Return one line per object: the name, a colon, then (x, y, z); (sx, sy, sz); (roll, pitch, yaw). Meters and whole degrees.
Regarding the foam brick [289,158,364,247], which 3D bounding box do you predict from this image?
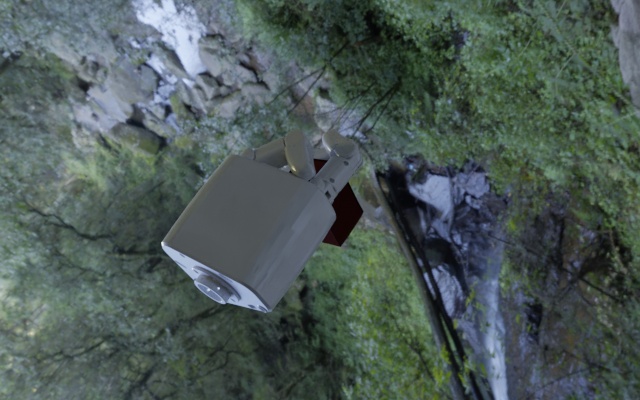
foam brick: (0.000, 0.002, 0.490); (0.053, 0.051, 0.078); (11, -35, 37)
